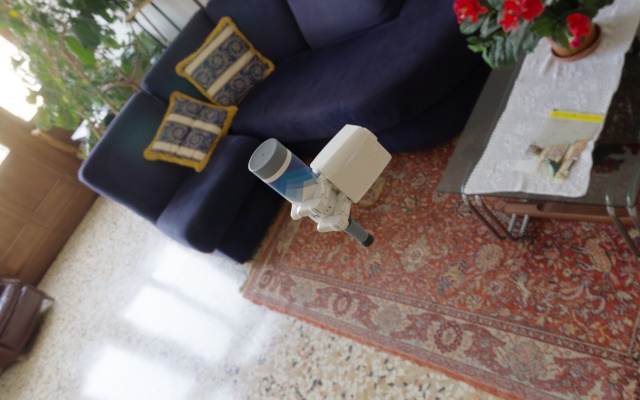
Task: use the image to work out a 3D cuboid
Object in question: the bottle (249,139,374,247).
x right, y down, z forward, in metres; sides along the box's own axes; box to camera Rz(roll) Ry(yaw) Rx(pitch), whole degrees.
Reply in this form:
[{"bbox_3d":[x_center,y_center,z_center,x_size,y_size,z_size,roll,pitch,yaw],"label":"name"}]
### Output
[{"bbox_3d":[0.000,0.003,0.862,0.069,0.069,0.296,0,-32,49],"label":"bottle"}]
